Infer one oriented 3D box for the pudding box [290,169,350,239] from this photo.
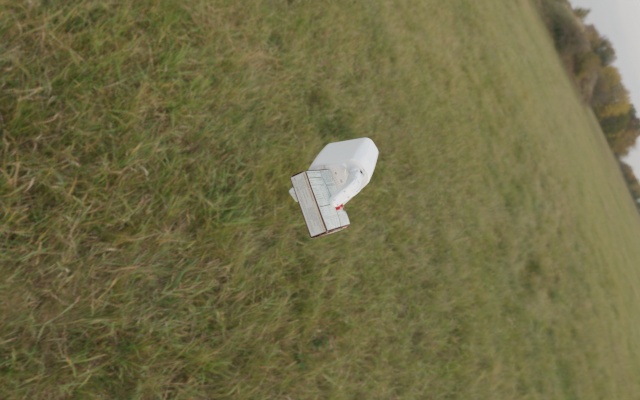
[{"bbox_3d":[0.000,0.003,0.822,0.039,0.113,0.090,-24,-7,30],"label":"pudding box"}]
